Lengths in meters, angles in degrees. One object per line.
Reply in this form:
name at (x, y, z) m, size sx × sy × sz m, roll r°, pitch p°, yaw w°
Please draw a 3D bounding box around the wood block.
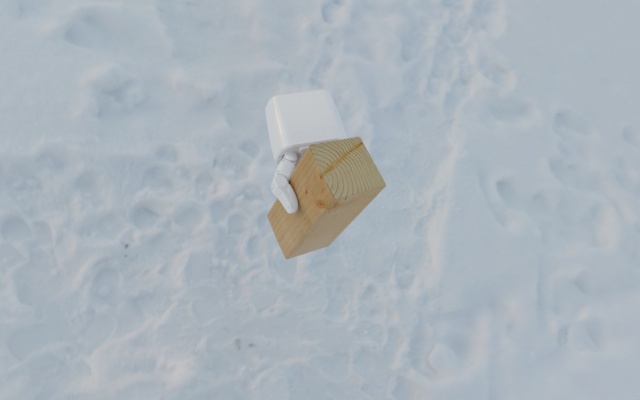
wood block at (0.000, 0.002, 0.738) m, size 0.091 × 0.090 × 0.206 m, roll -14°, pitch -23°, yaw -31°
